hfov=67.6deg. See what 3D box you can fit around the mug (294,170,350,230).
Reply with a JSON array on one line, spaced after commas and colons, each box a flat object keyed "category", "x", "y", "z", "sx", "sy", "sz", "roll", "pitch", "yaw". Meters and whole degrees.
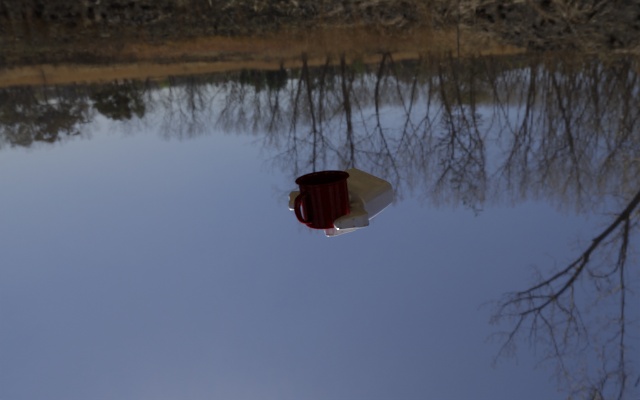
[{"category": "mug", "x": -0.001, "y": 0.003, "z": 0.812, "sx": 0.093, "sy": 0.081, "sz": 0.117, "roll": 8, "pitch": 23, "yaw": 39}]
